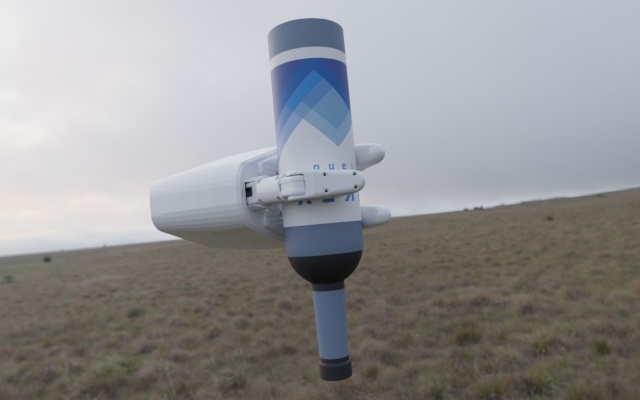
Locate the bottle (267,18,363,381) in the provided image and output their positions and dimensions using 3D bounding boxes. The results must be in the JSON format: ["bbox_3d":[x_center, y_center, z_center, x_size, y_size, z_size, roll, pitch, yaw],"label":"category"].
[{"bbox_3d":[0.000,0.001,0.409,0.069,0.295,0.069,-5,-3,0],"label":"bottle"}]
